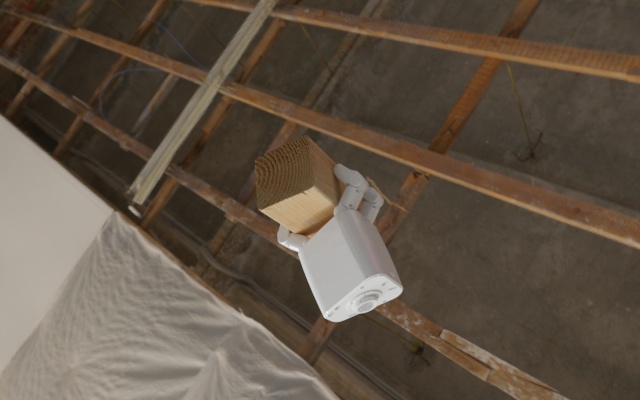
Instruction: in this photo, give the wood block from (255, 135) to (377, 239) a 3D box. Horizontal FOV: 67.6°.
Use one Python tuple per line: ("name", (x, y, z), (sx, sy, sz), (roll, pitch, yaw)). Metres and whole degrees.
("wood block", (0.000, 0.003, 0.720), (0.091, 0.090, 0.206), (-22, -34, 21))
